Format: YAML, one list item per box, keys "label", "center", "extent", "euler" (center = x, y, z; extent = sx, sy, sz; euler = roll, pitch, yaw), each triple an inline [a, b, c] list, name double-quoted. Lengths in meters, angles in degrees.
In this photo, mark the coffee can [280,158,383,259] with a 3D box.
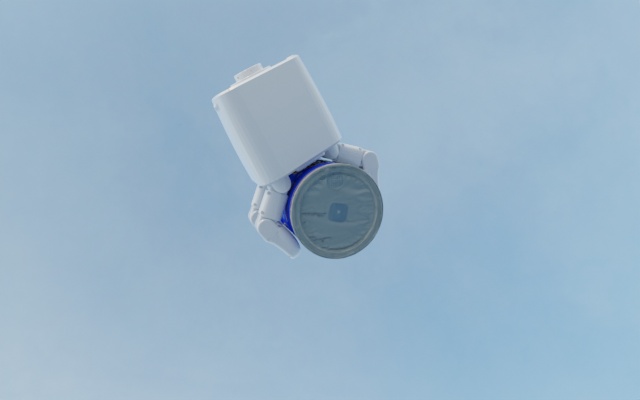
- label: "coffee can"
  center: [0.000, 0.002, 0.569]
  extent: [0.103, 0.103, 0.140]
  euler: [0, 9, -16]
